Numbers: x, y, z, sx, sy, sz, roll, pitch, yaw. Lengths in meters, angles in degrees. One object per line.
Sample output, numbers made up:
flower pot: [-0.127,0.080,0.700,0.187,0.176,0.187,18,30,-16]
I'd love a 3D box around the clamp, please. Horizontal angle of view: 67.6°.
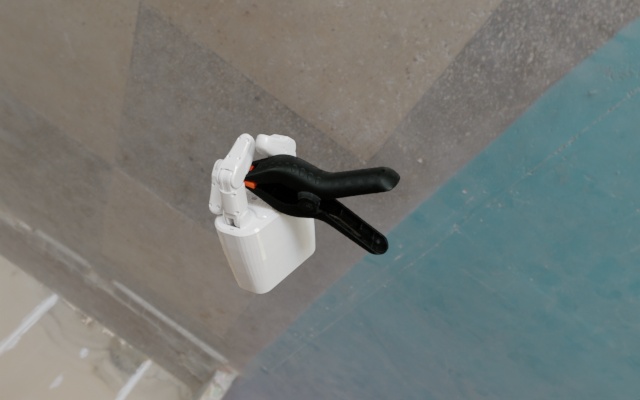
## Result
clamp: [0.000,0.002,0.495,0.171,0.120,0.039,13,45,23]
